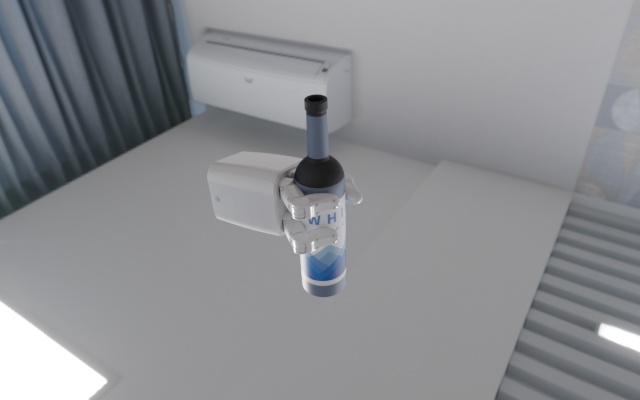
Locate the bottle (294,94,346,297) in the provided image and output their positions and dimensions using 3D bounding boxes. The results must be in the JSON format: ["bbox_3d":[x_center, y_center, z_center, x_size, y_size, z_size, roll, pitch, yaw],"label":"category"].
[{"bbox_3d":[0.000,0.002,0.639,0.069,0.296,0.069,-2,35,1],"label":"bottle"}]
